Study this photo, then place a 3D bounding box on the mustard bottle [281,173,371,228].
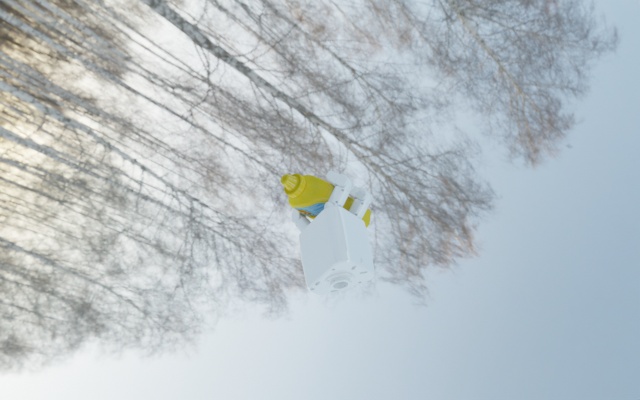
[{"bbox_3d":[0.000,0.003,0.854,0.096,0.058,0.192,-8,-29,41],"label":"mustard bottle"}]
